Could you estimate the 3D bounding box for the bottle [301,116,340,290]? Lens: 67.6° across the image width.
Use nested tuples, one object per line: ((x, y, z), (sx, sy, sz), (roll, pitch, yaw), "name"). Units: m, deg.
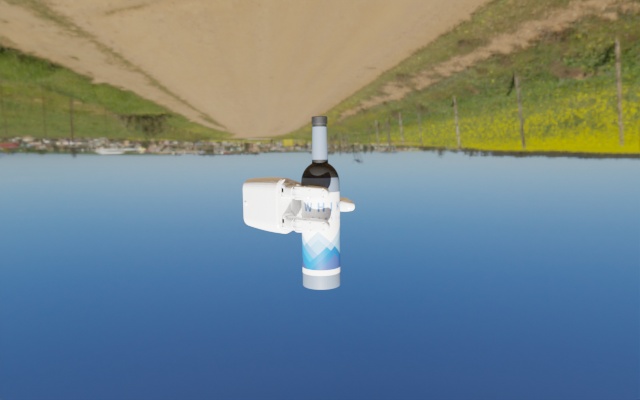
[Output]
((0.000, 0.003, 0.833), (0.069, 0.296, 0.069), (-1, 6, 0), "bottle")
